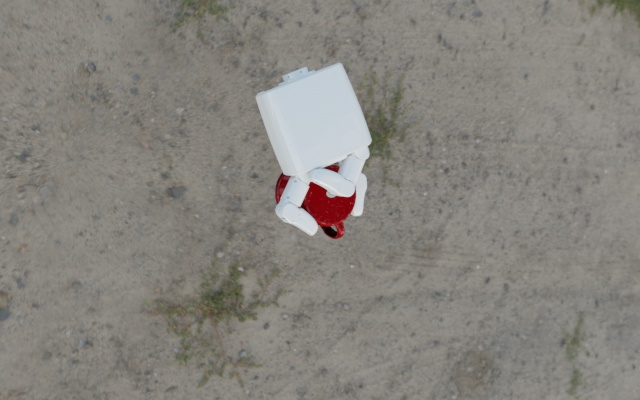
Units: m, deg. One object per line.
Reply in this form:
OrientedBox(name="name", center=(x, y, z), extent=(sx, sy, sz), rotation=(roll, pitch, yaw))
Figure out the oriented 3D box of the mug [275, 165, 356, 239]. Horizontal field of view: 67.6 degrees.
OrientedBox(name="mug", center=(0.001, 0.003, 0.657), extent=(0.093, 0.117, 0.081), rotation=(-29, 16, -23))
